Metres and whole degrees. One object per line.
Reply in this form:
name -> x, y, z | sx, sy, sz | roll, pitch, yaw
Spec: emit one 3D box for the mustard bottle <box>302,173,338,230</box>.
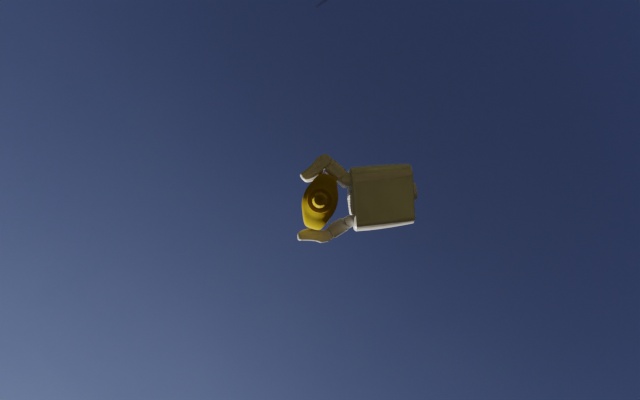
mustard bottle -> 0.000, 0.003, 0.827 | 0.058, 0.096, 0.191 | 19, -2, 1
